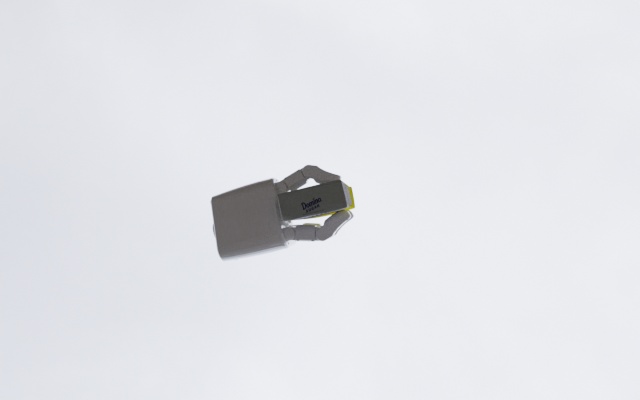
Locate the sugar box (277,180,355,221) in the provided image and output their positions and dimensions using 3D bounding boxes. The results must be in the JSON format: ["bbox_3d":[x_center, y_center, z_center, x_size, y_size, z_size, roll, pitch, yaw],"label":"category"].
[{"bbox_3d":[0.000,0.003,0.727,0.093,0.048,0.176,-13,0,8],"label":"sugar box"}]
